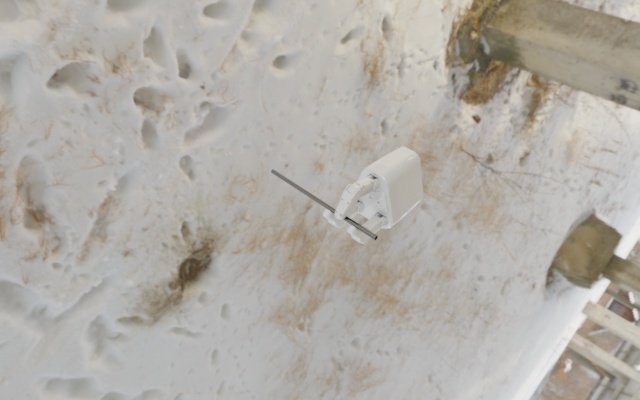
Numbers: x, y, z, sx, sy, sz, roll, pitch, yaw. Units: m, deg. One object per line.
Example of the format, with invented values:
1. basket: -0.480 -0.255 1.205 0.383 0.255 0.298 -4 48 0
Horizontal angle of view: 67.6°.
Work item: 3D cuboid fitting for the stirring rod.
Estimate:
1. stirring rod: 0.000 0.003 0.809 0.239 0.011 0.011 33 18 30
